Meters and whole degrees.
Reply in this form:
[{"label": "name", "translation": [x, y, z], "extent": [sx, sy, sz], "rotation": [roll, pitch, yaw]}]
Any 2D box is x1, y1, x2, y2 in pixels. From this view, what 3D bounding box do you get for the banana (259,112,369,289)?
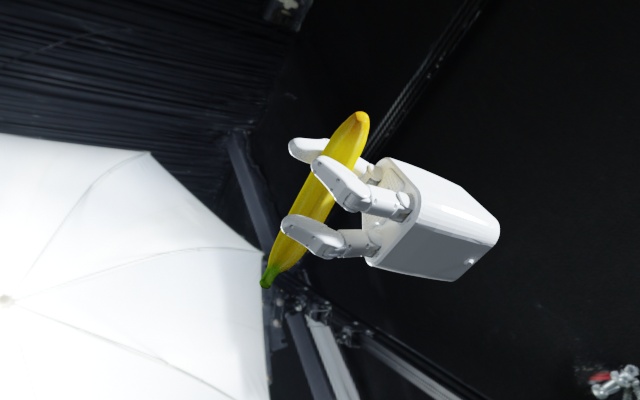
[{"label": "banana", "translation": [-0.002, -0.001, 0.484], "extent": [0.037, 0.198, 0.069], "rotation": [26, 13, -10]}]
